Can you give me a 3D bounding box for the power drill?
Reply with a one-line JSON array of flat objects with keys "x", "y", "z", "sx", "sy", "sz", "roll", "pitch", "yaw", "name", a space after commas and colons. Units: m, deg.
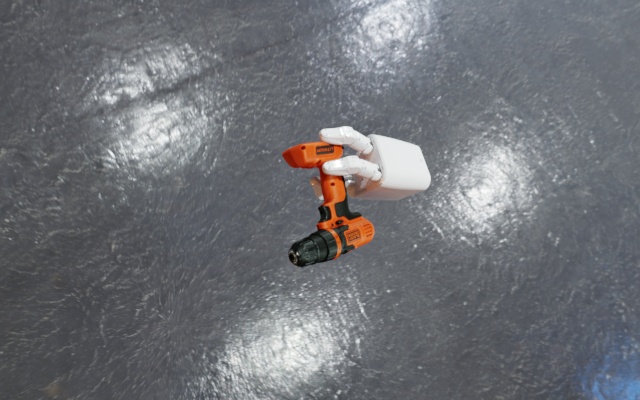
[{"x": 0.000, "y": 0.002, "z": 0.766, "sx": 0.057, "sy": 0.187, "sz": 0.184, "roll": -15, "pitch": 0, "yaw": 42, "name": "power drill"}]
